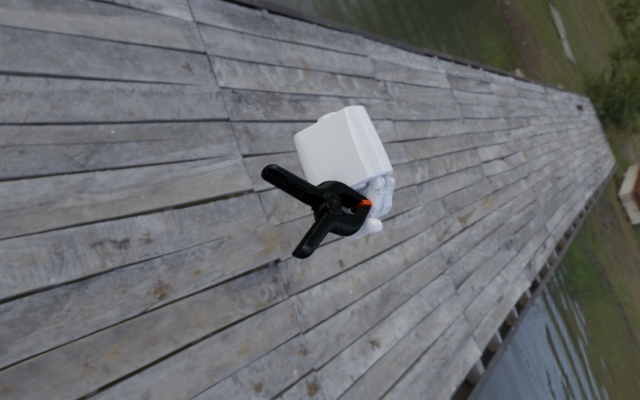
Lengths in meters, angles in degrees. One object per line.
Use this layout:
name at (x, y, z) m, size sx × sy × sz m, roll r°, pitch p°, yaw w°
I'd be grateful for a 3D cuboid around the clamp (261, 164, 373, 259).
clamp at (0.001, 0.002, 0.604) m, size 0.039 × 0.120 × 0.171 m, roll -29°, pitch -10°, yaw 35°
